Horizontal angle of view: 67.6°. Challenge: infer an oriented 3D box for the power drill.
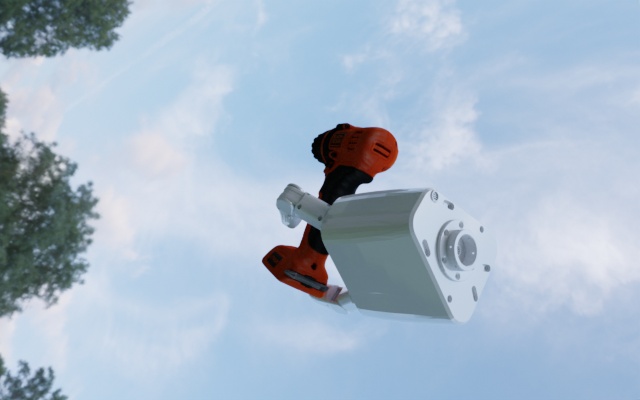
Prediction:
[{"bbox_3d":[0.000,0.002,0.537,0.057,0.187,0.184,25,-2,-18],"label":"power drill"}]
